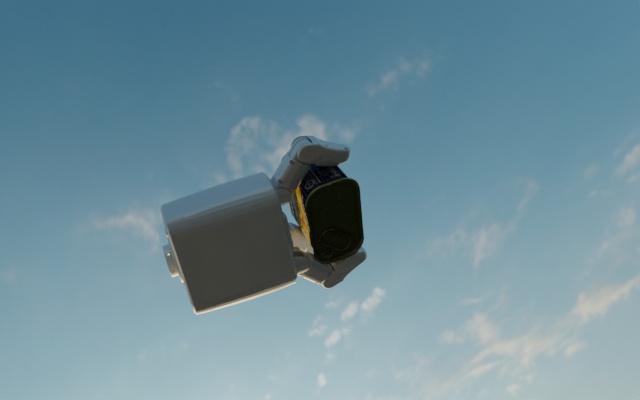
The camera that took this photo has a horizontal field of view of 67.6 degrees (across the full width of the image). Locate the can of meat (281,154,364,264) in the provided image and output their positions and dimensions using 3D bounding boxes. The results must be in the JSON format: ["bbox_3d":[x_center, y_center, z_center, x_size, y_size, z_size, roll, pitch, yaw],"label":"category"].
[{"bbox_3d":[0.000,0.001,0.508,0.057,0.102,0.084,-20,39,-14],"label":"can of meat"}]
